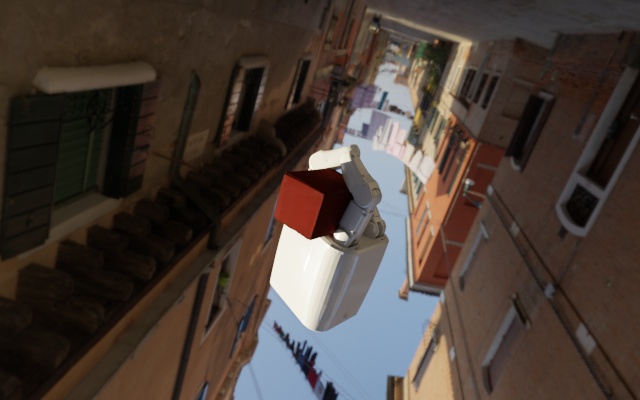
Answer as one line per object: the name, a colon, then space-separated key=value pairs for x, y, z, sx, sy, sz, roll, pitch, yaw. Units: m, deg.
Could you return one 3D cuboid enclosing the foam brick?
foam brick: x=0.000 y=0.002 z=0.488 sx=0.053 sy=0.051 sz=0.078 roll=31 pitch=23 yaw=30
